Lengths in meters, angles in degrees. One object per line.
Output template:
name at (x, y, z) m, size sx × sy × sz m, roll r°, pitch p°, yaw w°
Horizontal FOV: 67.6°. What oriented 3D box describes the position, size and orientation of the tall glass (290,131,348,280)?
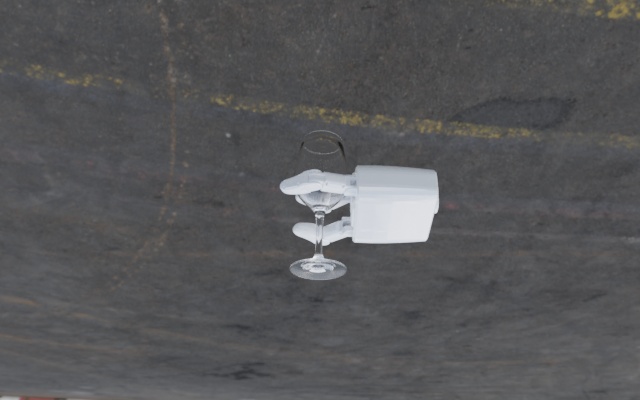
tall glass at (0.000, 0.003, 0.661) m, size 0.079 × 0.201 × 0.079 m, roll 1°, pitch -28°, yaw 1°
